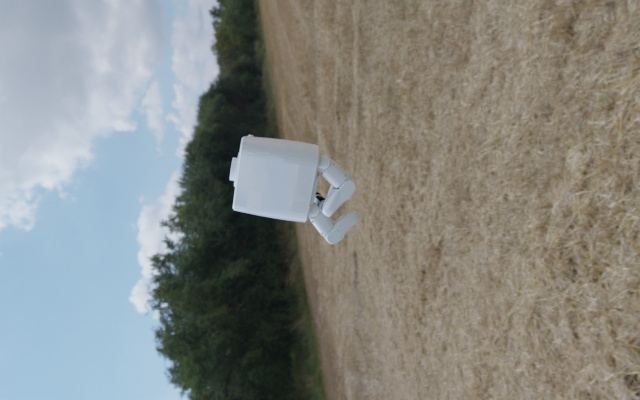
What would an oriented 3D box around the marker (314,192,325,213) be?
[{"bbox_3d":[0.000,0.002,0.726,0.020,0.020,0.121,0,7,-7],"label":"marker"}]
